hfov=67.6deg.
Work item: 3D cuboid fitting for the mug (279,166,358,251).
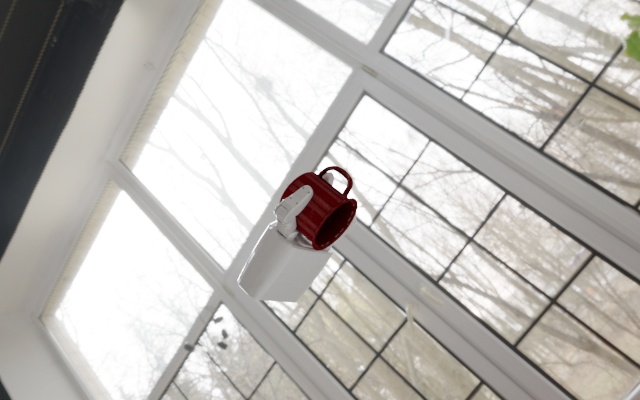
[{"bbox_3d":[0.001,0.001,0.692,0.081,0.117,0.093,39,16,24],"label":"mug"}]
